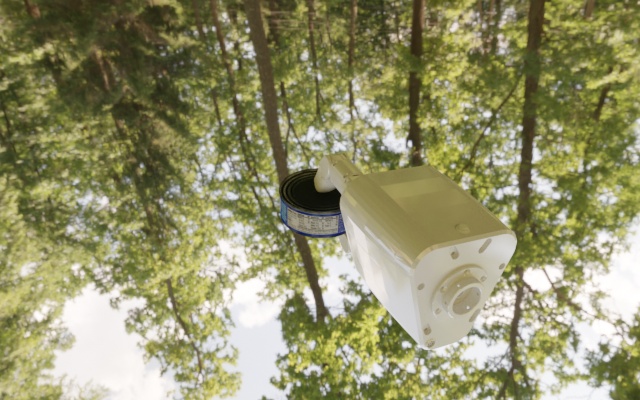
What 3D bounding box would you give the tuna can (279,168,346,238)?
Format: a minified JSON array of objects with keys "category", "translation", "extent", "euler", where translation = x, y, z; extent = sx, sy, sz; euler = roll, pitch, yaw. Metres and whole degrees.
[{"category":"tuna can","translation":[0.000,0.002,0.495],"extent":[0.086,0.034,0.086],"euler":[1,33,-1]}]
